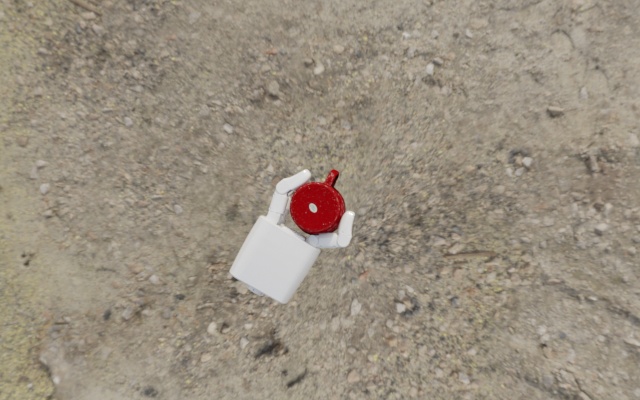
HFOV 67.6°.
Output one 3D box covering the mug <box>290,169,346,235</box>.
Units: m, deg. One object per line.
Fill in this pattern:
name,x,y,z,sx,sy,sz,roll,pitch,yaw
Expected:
mug,0.001,0.001,0.781,0.093,0.117,0.081,29,-1,5
